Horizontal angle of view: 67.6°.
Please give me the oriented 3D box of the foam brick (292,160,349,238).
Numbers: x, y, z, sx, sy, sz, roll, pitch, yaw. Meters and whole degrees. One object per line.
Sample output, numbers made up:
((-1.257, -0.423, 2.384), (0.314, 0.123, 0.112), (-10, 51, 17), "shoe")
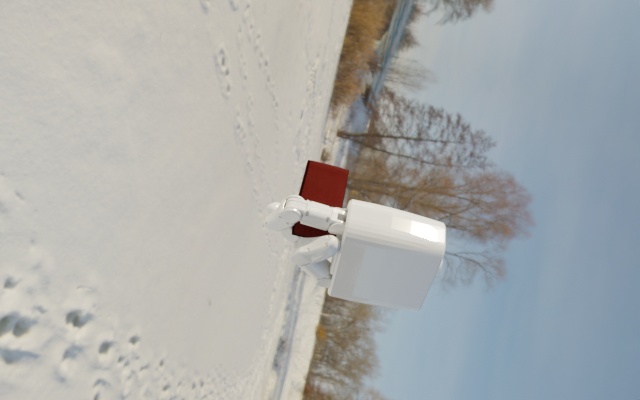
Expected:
((0.000, 0.002, 0.559), (0.051, 0.078, 0.053), (12, -37, 1), "foam brick")
